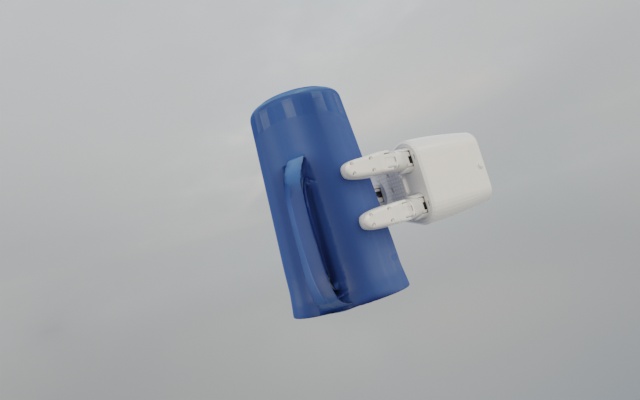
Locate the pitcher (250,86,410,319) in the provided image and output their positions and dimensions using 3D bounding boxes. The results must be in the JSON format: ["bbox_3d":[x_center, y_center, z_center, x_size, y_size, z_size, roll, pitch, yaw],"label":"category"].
[{"bbox_3d":[0.000,0.002,0.530,0.145,0.243,0.149,-14,-6,-29],"label":"pitcher"}]
